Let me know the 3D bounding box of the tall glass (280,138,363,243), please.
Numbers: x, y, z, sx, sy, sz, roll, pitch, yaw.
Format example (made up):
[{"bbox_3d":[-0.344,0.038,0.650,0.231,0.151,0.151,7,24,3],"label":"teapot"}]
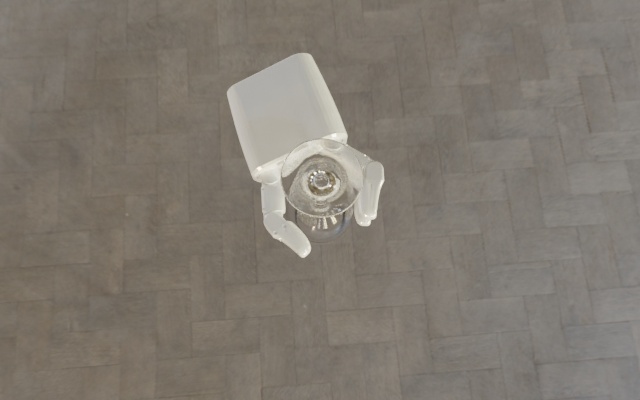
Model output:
[{"bbox_3d":[0.000,0.002,0.522,0.079,0.079,0.201,0,-14,-1],"label":"tall glass"}]
